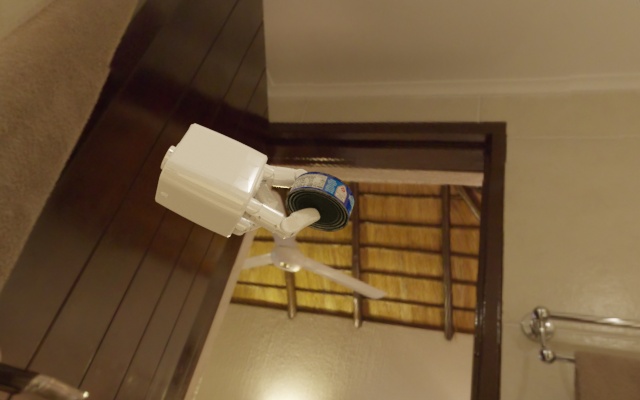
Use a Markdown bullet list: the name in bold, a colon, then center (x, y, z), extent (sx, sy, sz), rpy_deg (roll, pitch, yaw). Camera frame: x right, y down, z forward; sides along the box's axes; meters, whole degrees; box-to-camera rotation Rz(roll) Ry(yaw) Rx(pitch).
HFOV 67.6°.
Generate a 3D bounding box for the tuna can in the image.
- **tuna can**: center (0.000, 0.002, 0.624), extent (0.086, 0.033, 0.086), rpy_deg (15, -36, 11)
